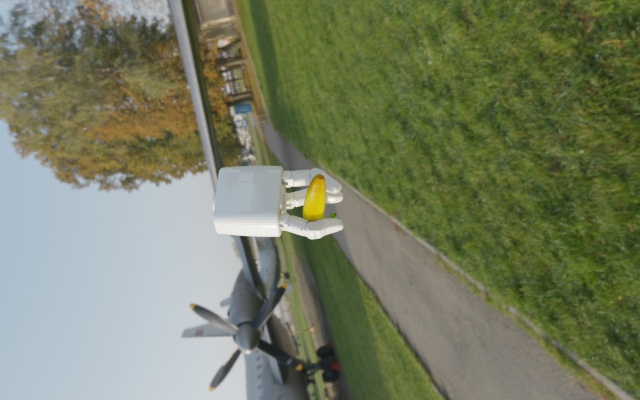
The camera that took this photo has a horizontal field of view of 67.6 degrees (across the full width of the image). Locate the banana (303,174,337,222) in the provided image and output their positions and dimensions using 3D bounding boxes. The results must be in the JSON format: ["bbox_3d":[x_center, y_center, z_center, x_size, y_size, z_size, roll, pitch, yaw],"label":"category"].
[{"bbox_3d":[-0.005,0.021,0.798,0.037,0.069,0.198,15,-17,11],"label":"banana"}]
